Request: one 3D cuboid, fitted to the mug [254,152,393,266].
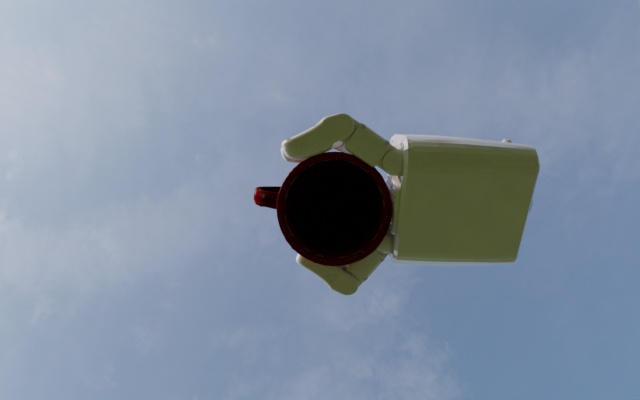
[{"bbox_3d":[-0.001,0.001,0.421,0.117,0.093,0.081,4,8,1],"label":"mug"}]
